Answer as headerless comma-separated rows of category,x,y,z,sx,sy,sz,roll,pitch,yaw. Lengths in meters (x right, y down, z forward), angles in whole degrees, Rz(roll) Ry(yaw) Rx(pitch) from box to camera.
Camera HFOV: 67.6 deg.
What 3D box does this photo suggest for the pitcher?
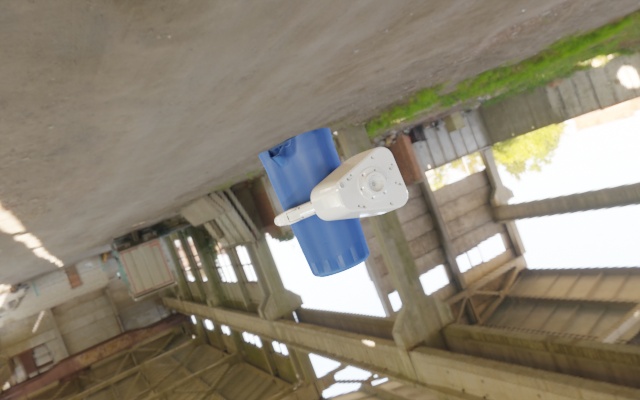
pitcher,0.000,0.003,0.845,0.149,0.243,0.145,-21,0,-20
